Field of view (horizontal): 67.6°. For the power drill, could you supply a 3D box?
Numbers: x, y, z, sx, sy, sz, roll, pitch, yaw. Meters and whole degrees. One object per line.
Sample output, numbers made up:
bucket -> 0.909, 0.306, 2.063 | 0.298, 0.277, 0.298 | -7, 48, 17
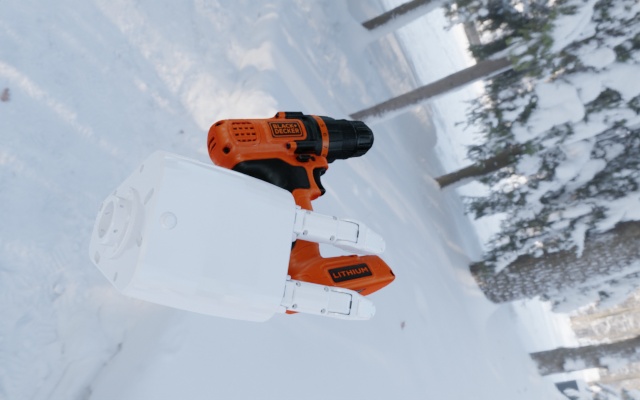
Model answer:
power drill -> 0.000, 0.002, 0.452 | 0.184, 0.187, 0.057 | -8, -24, -32
